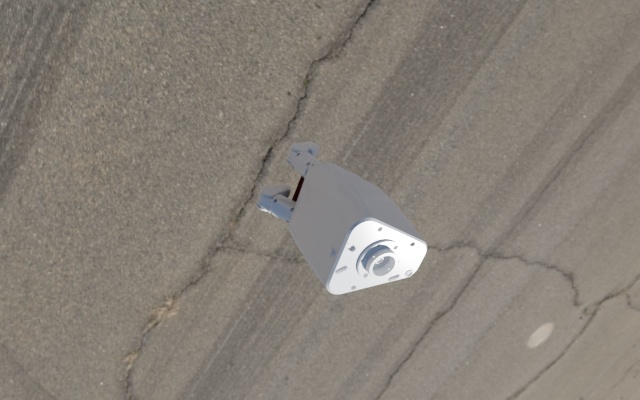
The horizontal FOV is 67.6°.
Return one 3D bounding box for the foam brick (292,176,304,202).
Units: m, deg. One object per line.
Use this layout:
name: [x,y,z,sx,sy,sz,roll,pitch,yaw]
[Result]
foam brick: [0.000,0.002,0.579,0.053,0.078,0.051,9,28,-25]
